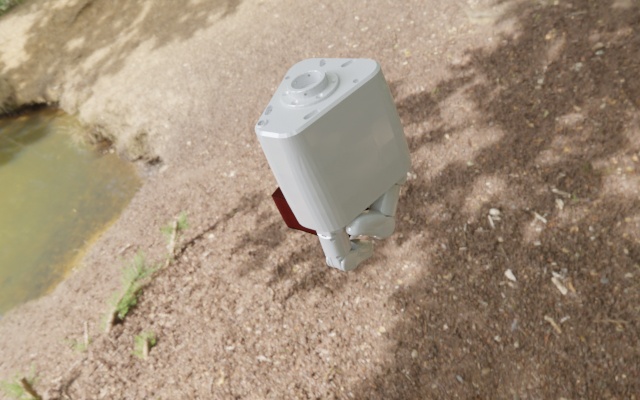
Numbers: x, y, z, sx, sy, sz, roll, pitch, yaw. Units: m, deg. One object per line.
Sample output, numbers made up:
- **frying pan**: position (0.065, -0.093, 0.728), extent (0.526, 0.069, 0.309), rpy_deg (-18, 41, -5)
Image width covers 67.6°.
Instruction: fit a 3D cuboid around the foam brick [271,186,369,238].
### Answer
- **foam brick**: position (0.000, 0.002, 0.486), extent (0.078, 0.053, 0.051), rpy_deg (14, -36, 37)
